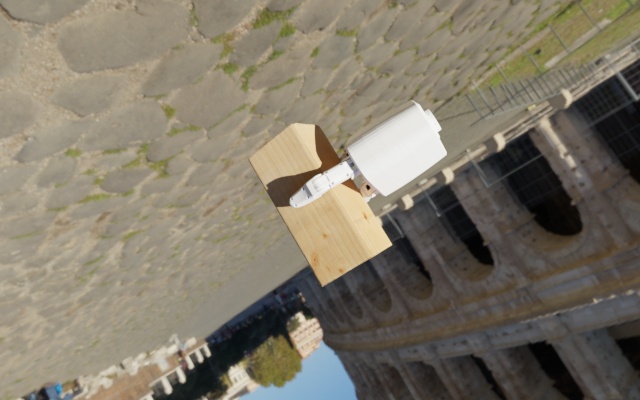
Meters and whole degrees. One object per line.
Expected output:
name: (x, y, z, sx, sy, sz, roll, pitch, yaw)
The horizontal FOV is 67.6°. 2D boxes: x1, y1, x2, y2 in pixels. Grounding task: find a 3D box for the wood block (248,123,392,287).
wood block: (0.000, 0.002, 0.676, 0.090, 0.206, 0.091, -35, -9, 24)
